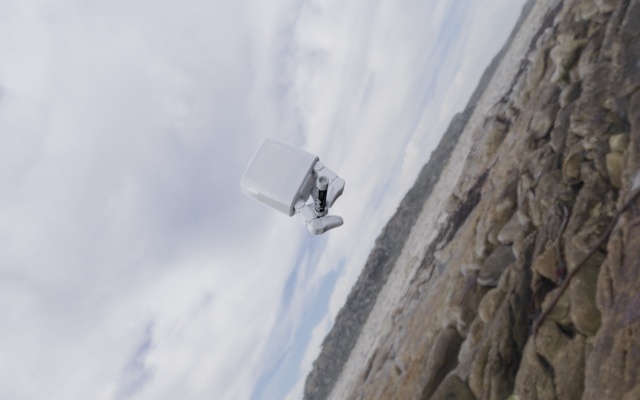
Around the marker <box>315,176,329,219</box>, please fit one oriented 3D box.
[{"bbox_3d":[0.000,0.003,0.791,0.020,0.020,0.121,0,-35,-5],"label":"marker"}]
